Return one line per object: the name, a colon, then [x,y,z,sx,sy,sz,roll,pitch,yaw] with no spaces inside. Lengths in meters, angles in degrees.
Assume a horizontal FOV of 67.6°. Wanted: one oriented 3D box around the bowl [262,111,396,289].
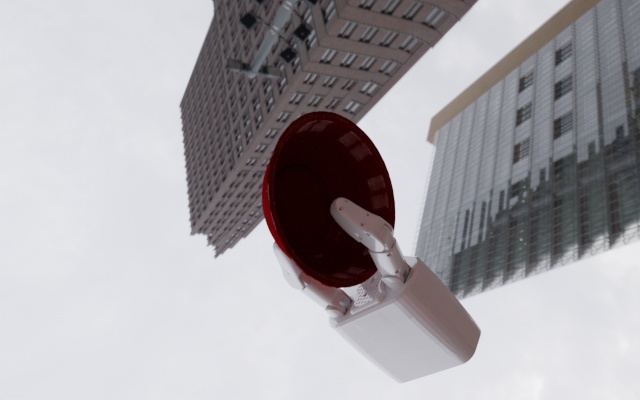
bowl: [-0.001,0.000,0.451,0.162,0.162,0.055,0,-9,-44]
